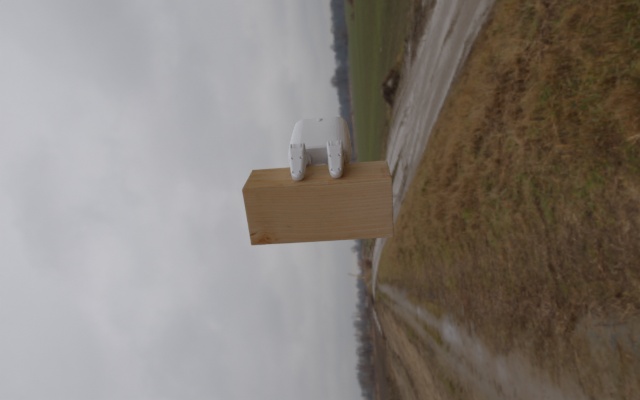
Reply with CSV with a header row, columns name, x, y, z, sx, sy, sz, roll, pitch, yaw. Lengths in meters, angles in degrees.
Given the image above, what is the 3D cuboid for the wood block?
name,x,y,z,sx,sy,sz,roll,pitch,yaw
wood block,0.000,0.002,0.706,0.206,0.091,0.090,-4,23,4
